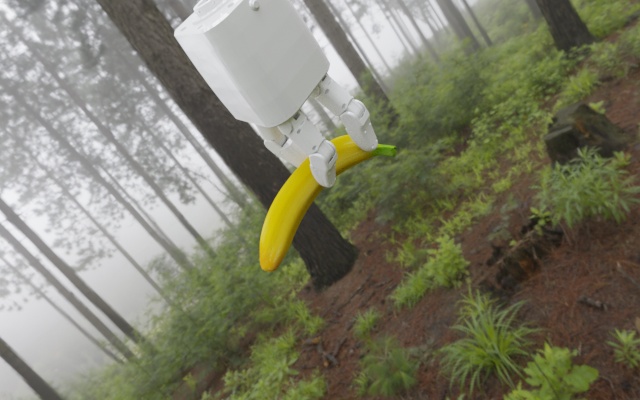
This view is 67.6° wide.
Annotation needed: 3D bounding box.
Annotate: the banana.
[{"bbox_3d":[-0.008,-0.010,0.531,0.069,0.198,0.037,42,-5,38],"label":"banana"}]
